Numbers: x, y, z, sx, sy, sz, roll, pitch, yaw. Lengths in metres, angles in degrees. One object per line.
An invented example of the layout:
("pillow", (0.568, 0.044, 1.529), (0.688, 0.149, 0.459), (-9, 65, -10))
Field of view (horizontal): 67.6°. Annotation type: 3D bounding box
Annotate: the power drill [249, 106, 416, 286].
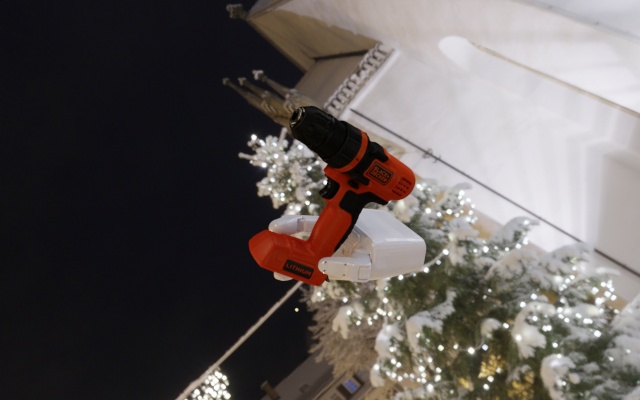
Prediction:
("power drill", (0.000, 0.002, 0.548), (0.184, 0.188, 0.057), (28, 17, -35))
